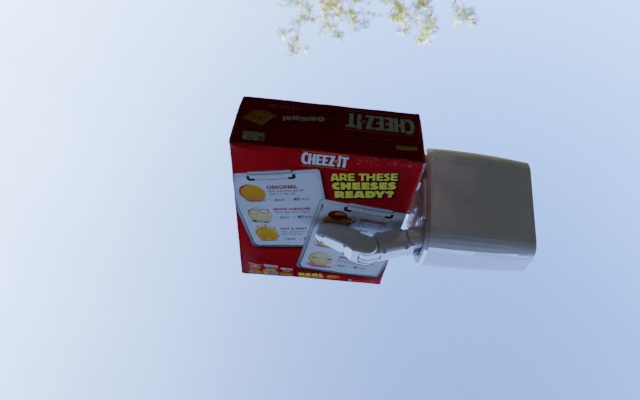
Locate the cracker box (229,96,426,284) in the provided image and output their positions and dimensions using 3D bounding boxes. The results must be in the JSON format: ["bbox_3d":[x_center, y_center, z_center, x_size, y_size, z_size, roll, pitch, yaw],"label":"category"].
[{"bbox_3d":[0.000,0.002,0.489,0.164,0.072,0.214,5,-39,-2],"label":"cracker box"}]
